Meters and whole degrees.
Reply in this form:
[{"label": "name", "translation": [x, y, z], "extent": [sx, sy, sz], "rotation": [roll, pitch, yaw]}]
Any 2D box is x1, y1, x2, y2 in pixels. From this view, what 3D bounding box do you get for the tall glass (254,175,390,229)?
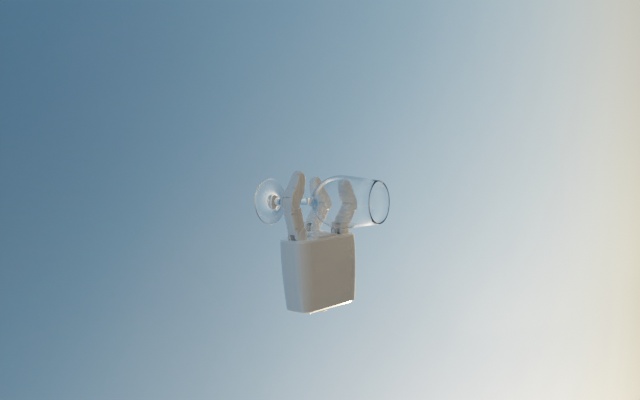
[{"label": "tall glass", "translation": [-0.001, 0.002, 0.714], "extent": [0.201, 0.079, 0.079], "rotation": [0, 0, 35]}]
